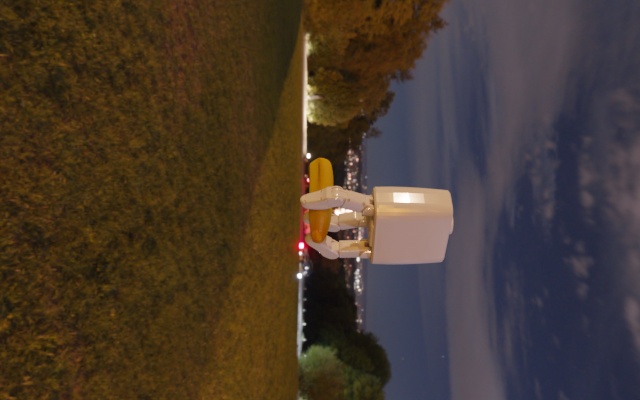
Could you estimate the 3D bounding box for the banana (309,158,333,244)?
[{"bbox_3d":[0.001,-0.016,0.718,0.037,0.070,0.197,1,29,-2],"label":"banana"}]
